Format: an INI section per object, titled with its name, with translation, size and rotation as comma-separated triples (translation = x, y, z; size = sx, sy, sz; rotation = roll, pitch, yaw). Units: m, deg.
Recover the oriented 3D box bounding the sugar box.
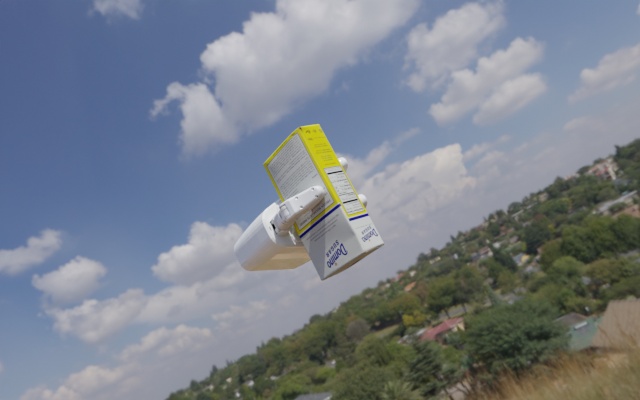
[sugar box]
translation = 0.000, 0.002, 0.605
size = 0.048, 0.176, 0.093
rotation = -17, -16, -44
